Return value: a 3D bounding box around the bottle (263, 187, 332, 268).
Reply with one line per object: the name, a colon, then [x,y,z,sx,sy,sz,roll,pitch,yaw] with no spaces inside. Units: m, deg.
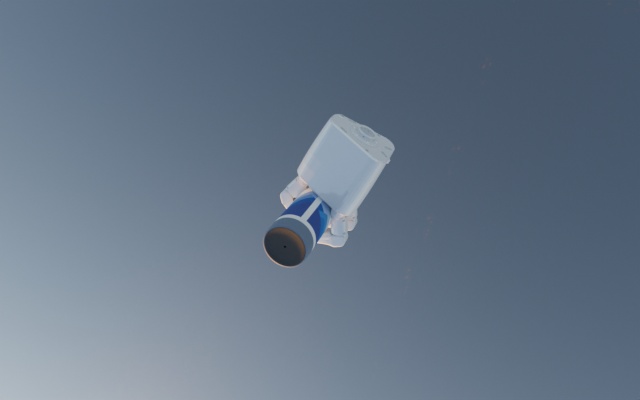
bottle: [0.000,0.003,0.775,0.069,0.069,0.295,0,25,21]
